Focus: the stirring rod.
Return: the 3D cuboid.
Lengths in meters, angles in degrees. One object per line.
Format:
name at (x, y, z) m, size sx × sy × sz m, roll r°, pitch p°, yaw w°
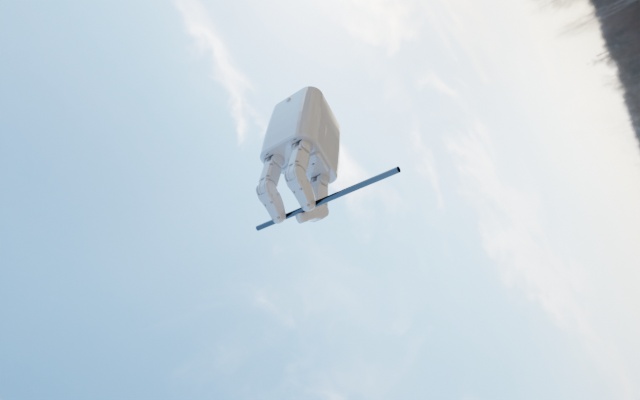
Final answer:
stirring rod at (0.000, 0.002, 0.623) m, size 0.239 × 0.011 × 0.011 m, roll -23°, pitch -14°, yaw 35°
